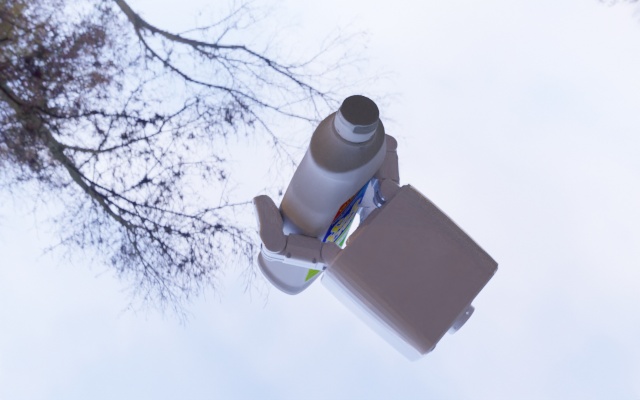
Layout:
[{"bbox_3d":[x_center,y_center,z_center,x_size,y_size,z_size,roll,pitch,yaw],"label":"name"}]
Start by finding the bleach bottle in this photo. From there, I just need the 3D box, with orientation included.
[{"bbox_3d":[0.000,0.001,0.437,0.102,0.068,0.251,-42,-14,-27],"label":"bleach bottle"}]
